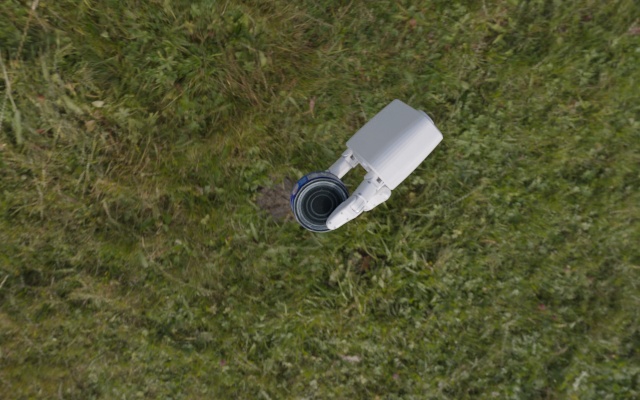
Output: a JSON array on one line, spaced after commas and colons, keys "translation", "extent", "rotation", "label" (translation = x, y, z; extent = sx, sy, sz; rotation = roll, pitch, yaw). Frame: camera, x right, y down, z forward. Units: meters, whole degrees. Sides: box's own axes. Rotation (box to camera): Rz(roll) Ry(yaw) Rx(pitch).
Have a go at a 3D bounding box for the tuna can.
[{"translation": [0.000, 0.003, 0.695], "extent": [0.086, 0.086, 0.033], "rotation": [0, 20, -10], "label": "tuna can"}]
